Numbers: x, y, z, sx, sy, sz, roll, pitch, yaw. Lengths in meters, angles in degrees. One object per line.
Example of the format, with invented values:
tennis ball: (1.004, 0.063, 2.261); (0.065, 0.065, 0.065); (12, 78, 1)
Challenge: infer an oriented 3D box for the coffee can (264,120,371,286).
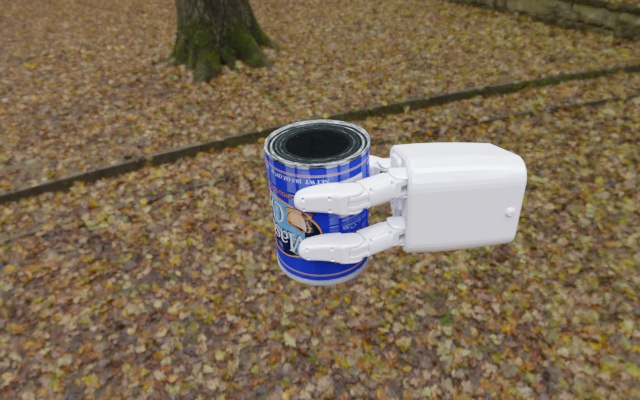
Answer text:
coffee can: (0.000, 0.002, 0.493); (0.103, 0.140, 0.102); (-2, 32, 2)
